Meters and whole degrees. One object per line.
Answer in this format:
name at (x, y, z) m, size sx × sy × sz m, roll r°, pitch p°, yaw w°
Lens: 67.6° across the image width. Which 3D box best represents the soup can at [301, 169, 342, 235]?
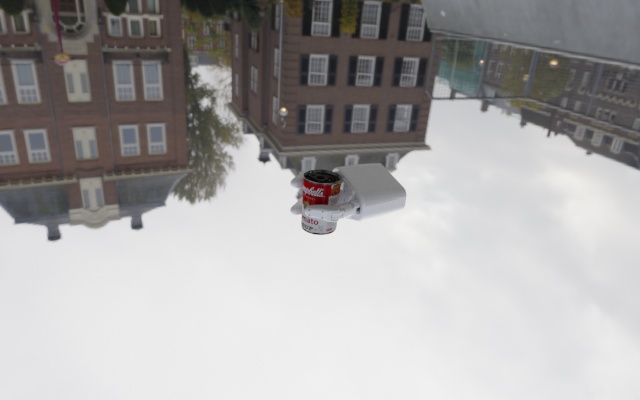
soup can at (0.000, 0.003, 0.865) m, size 0.068 × 0.102 × 0.068 m, roll 4°, pitch 24°, yaw -2°
